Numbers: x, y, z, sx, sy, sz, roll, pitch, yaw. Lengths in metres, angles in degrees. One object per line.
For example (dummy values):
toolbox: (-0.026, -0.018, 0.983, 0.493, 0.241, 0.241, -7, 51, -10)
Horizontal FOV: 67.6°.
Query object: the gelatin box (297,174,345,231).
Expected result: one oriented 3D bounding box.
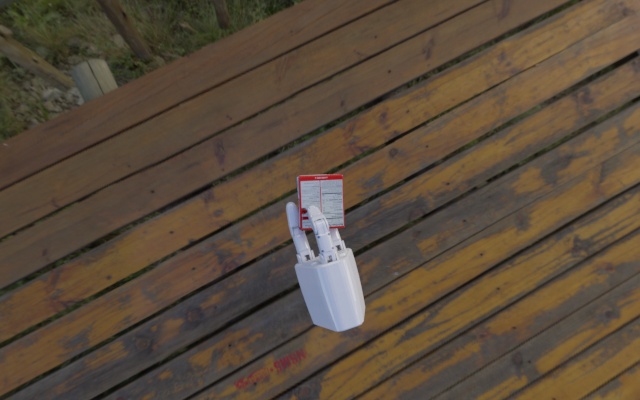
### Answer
gelatin box: (0.000, 0.002, 0.778, 0.073, 0.089, 0.030, -3, 5, -9)
